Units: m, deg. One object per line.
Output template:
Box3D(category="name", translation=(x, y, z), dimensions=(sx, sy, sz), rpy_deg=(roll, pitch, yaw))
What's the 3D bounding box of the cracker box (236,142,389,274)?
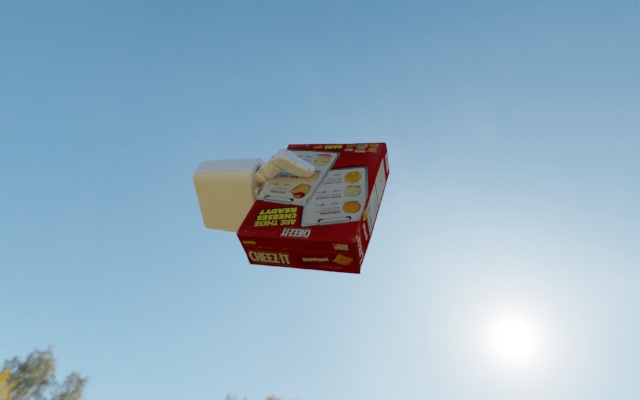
Box3D(category="cracker box", translation=(0.000, 0.002, 0.692), dimensions=(0.164, 0.072, 0.213), rpy_deg=(2, 42, 20))
